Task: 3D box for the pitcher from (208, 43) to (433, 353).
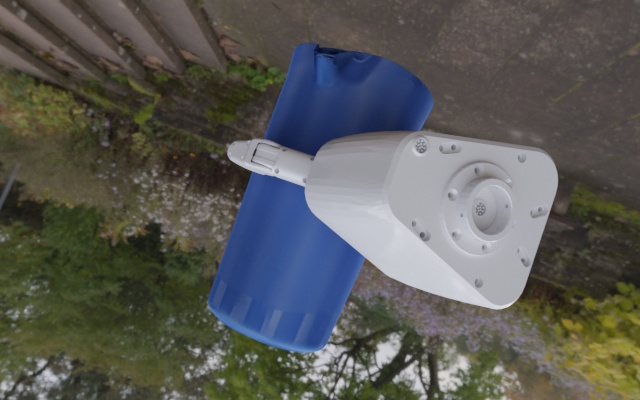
[{"bbox_3d":[0.000,0.001,0.427,0.149,0.243,0.145,24,-6,-23],"label":"pitcher"}]
